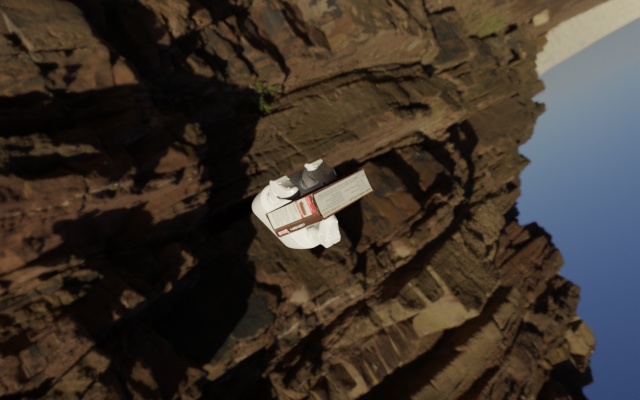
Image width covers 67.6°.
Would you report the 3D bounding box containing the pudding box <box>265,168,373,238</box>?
[{"bbox_3d":[0.000,0.002,0.610,0.090,0.039,0.113,-24,5,43],"label":"pudding box"}]
